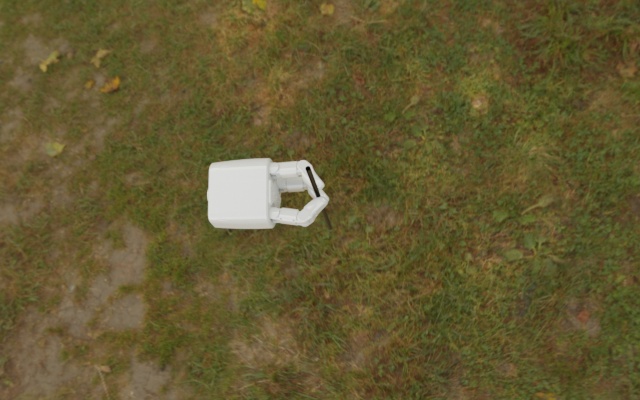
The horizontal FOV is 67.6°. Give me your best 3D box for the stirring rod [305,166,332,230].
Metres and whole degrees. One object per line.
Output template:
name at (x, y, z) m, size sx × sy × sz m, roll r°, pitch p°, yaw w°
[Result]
stirring rod at (0.000, 0.003, 0.816) m, size 0.011 × 0.011 × 0.240 m, roll 0°, pitch -25°, yaw 10°
